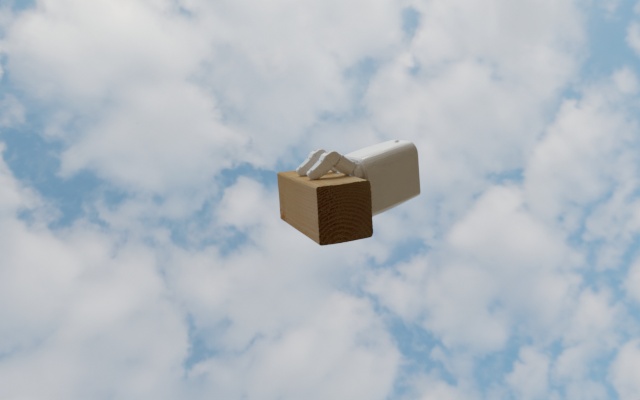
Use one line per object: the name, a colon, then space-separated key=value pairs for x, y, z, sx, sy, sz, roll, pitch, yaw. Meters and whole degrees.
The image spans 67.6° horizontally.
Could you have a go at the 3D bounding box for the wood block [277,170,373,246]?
wood block: x=0.000 y=0.003 z=0.799 sx=0.090 sy=0.091 sz=0.206 roll=-8 pitch=11 yaw=-20
